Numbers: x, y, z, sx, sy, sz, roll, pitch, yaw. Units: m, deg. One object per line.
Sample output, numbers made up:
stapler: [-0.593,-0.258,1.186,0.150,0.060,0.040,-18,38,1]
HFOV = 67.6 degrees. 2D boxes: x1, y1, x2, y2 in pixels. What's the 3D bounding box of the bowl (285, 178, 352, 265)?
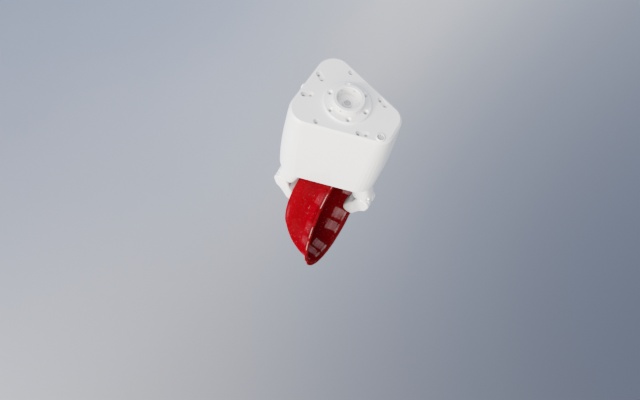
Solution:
bowl: [0.000,0.003,0.632,0.055,0.162,0.162,26,7,16]
